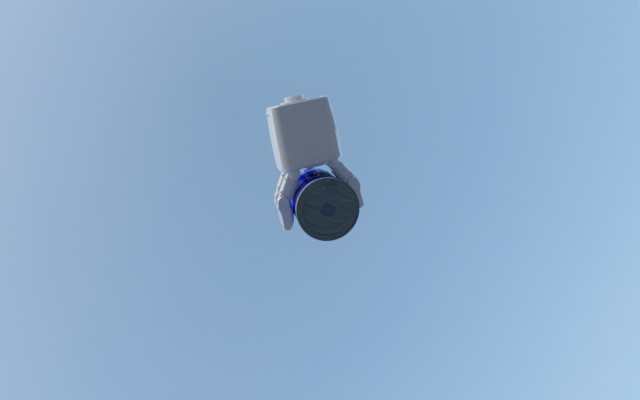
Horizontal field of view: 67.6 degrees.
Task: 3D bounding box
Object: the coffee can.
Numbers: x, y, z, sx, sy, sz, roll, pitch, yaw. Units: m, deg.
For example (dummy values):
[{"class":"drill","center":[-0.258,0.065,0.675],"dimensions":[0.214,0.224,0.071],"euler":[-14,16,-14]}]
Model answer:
[{"class":"coffee can","center":[0.000,0.003,0.818],"dimensions":[0.103,0.103,0.140],"euler":[0,10,-10]}]
